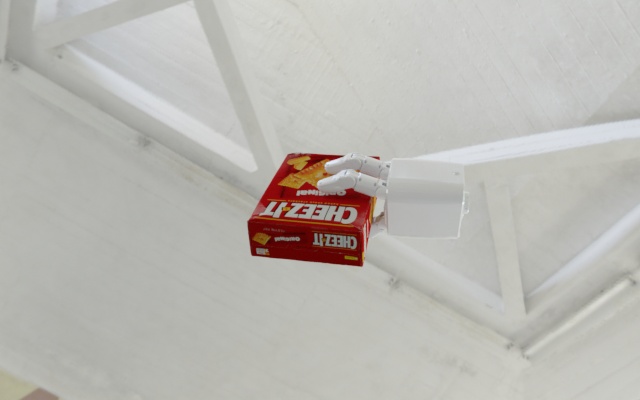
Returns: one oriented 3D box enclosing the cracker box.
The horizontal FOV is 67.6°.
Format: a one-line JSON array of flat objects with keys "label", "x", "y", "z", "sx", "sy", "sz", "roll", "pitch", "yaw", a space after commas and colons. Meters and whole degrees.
[{"label": "cracker box", "x": 0.000, "y": 0.002, "z": 0.737, "sx": 0.164, "sy": 0.072, "sz": 0.213, "roll": 4, "pitch": 32, "yaw": 12}]
